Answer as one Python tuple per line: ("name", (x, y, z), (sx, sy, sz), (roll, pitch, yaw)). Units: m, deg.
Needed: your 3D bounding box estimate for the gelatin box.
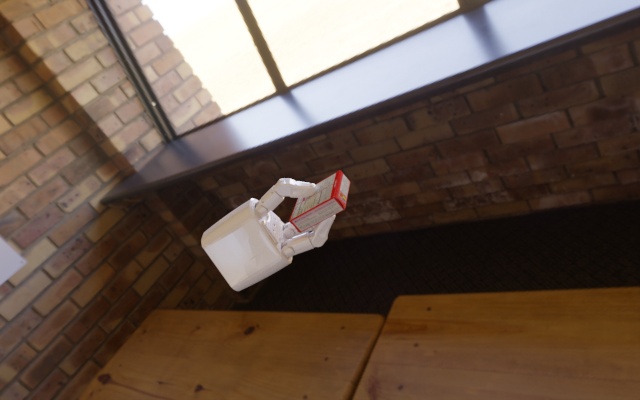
("gelatin box", (0.000, 0.002, 0.726), (0.089, 0.030, 0.073), (-30, 24, 28))
